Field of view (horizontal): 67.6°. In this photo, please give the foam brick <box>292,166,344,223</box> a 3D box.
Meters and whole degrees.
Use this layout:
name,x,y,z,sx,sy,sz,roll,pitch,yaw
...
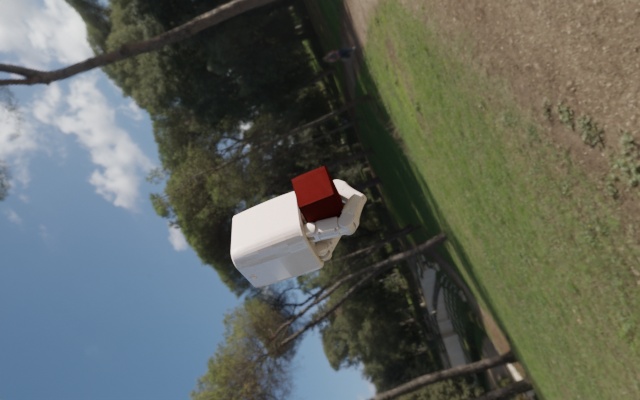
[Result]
name,x,y,z,sx,sy,sz,roll,pitch,yaw
foam brick,0.000,0.002,0.649,0.051,0.053,0.078,-20,-38,6
